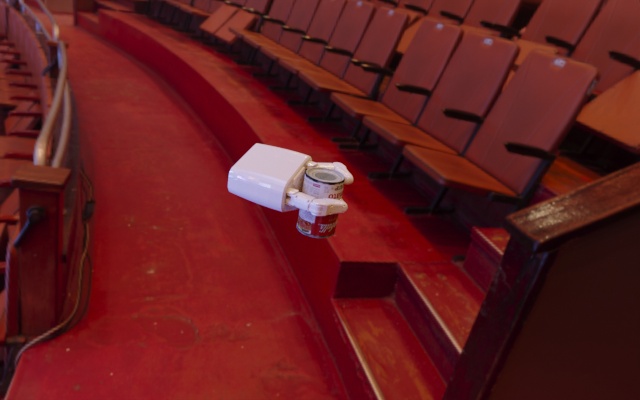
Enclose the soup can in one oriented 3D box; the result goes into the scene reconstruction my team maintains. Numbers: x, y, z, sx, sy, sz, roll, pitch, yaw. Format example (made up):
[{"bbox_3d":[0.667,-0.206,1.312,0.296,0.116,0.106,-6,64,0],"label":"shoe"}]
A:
[{"bbox_3d":[0.001,0.003,0.802,0.068,0.102,0.068,8,24,-4],"label":"soup can"}]
